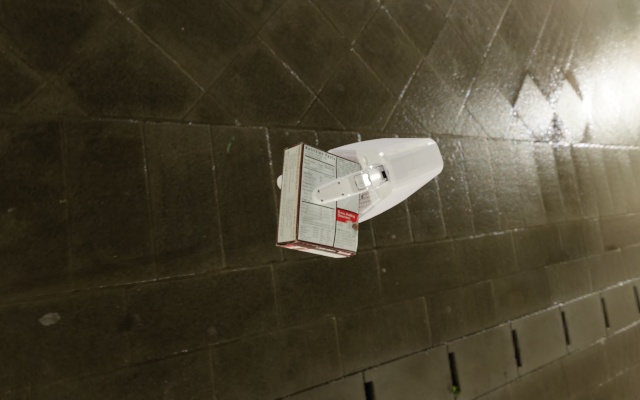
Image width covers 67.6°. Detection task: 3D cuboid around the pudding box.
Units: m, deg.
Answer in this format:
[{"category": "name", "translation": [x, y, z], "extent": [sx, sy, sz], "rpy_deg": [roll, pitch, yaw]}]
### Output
[{"category": "pudding box", "translation": [0.000, 0.002, 0.532], "extent": [0.090, 0.113, 0.039], "rpy_deg": [16, -21, -37]}]
